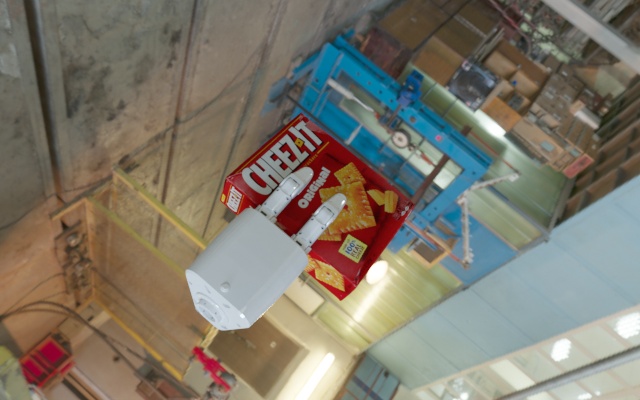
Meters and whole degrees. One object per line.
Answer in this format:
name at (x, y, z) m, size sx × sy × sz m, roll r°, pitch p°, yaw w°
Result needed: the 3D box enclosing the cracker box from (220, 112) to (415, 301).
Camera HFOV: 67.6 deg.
cracker box at (0.000, 0.002, 0.650) m, size 0.164 × 0.213 × 0.072 m, roll -47°, pitch -5°, yaw -33°
